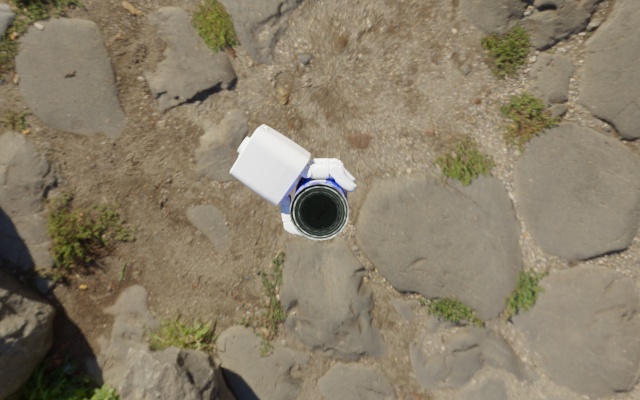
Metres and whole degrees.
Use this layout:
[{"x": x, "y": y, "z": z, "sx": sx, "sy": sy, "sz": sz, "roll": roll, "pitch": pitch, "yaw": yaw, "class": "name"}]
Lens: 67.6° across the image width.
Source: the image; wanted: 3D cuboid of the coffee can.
[{"x": 0.000, "y": 0.003, "z": 0.878, "sx": 0.103, "sy": 0.103, "sz": 0.140, "roll": 0, "pitch": 15, "yaw": 1, "class": "coffee can"}]
